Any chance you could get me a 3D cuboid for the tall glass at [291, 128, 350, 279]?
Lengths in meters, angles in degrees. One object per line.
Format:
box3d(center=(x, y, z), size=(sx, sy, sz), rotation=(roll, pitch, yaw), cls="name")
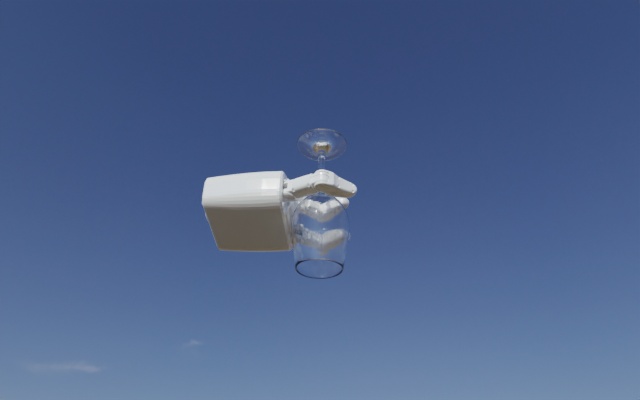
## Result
box3d(center=(0.000, 0.002, 0.652), size=(0.079, 0.201, 0.079), rotation=(1, -32, 0), cls="tall glass")
